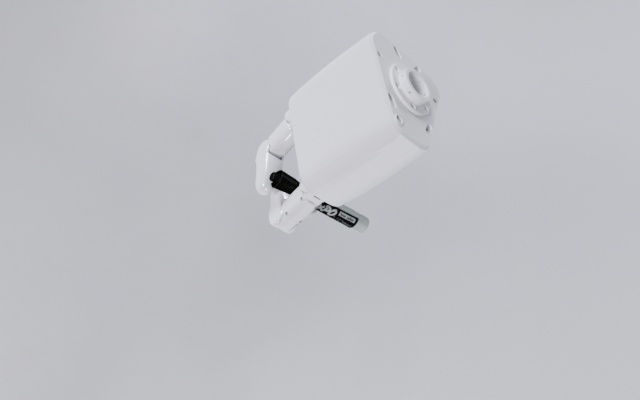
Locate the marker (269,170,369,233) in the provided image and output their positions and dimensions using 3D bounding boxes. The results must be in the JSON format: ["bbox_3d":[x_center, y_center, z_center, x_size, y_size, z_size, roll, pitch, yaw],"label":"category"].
[{"bbox_3d":[0.000,0.002,0.476,0.121,0.020,0.020,29,-16,-31],"label":"marker"}]
